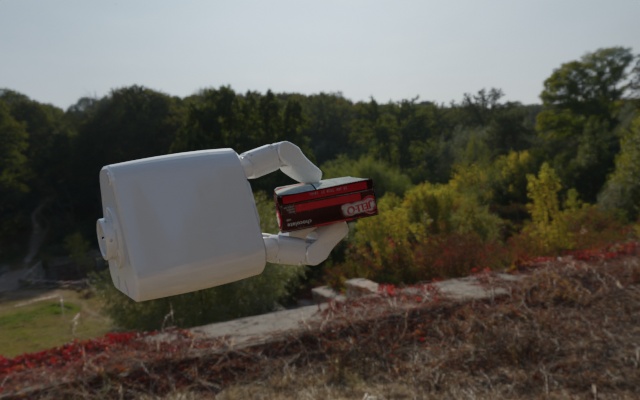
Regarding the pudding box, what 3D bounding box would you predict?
[{"bbox_3d":[0.000,0.001,0.473,0.090,0.039,0.113,-10,6,-6],"label":"pudding box"}]
